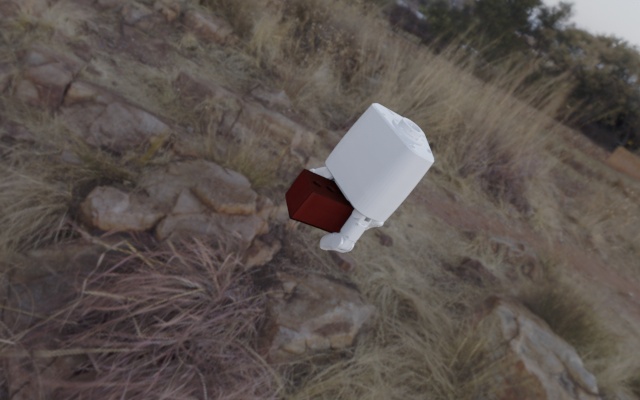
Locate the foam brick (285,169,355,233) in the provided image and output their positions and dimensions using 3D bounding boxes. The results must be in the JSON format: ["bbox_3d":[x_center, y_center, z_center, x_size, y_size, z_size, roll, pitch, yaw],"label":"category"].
[{"bbox_3d":[0.000,0.002,0.639,0.078,0.051,0.053,21,31,-30],"label":"foam brick"}]
